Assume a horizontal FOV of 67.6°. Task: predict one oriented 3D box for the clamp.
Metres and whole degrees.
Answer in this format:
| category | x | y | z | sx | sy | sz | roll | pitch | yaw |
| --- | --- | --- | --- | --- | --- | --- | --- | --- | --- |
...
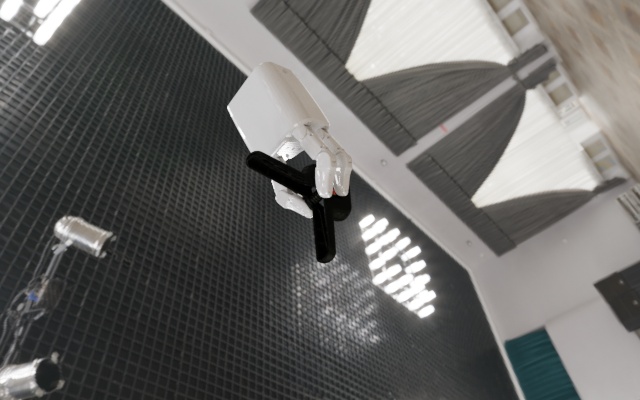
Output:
| category | x | y | z | sx | sy | sz | roll | pitch | yaw |
| --- | --- | --- | --- | --- | --- | --- | --- | --- | --- |
| clamp | 0.000 | 0.002 | 0.657 | 0.036 | 0.164 | 0.210 | -38 | -13 | 23 |
